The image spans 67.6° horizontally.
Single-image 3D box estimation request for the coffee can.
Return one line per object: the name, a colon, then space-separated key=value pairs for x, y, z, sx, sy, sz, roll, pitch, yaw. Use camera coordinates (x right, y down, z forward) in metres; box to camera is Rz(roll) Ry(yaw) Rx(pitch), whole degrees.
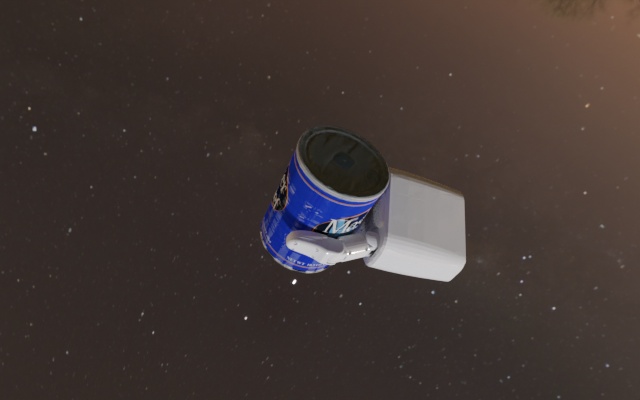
coffee can: x=0.000 y=0.002 z=0.537 sx=0.103 sy=0.102 sz=0.140 roll=0 pitch=-39 yaw=-28
